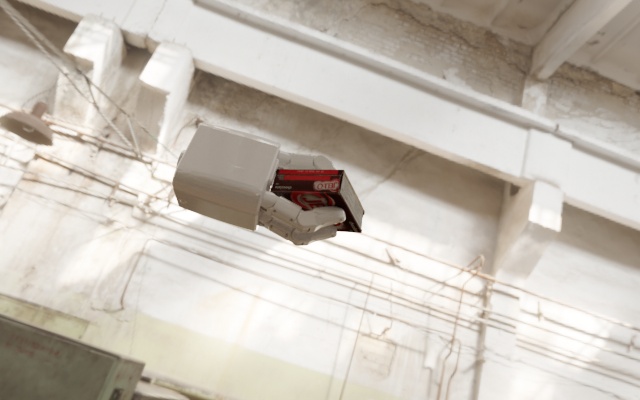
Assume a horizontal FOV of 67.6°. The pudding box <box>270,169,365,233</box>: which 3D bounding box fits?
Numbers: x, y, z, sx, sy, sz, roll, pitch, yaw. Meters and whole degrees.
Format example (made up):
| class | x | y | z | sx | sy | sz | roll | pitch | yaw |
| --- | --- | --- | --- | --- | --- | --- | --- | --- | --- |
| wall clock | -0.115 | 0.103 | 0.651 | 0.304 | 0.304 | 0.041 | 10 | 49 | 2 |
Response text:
| class | x | y | z | sx | sy | sz | roll | pitch | yaw |
| --- | --- | --- | --- | --- | --- | --- | --- | --- | --- |
| pudding box | 0.000 | 0.002 | 0.608 | 0.090 | 0.039 | 0.113 | 3 | -25 | 22 |
